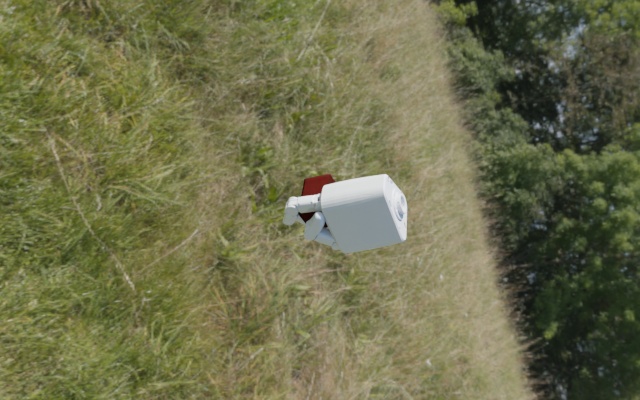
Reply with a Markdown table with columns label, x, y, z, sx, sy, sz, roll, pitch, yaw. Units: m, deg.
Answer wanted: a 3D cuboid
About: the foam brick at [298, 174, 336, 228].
| label | x | y | z | sx | sy | sz | roll | pitch | yaw |
| --- | --- | --- | --- | --- | --- | --- | --- | --- | --- |
| foam brick | 0.000 | 0.002 | 0.810 | 0.051 | 0.078 | 0.053 | -12 | -44 | 25 |
